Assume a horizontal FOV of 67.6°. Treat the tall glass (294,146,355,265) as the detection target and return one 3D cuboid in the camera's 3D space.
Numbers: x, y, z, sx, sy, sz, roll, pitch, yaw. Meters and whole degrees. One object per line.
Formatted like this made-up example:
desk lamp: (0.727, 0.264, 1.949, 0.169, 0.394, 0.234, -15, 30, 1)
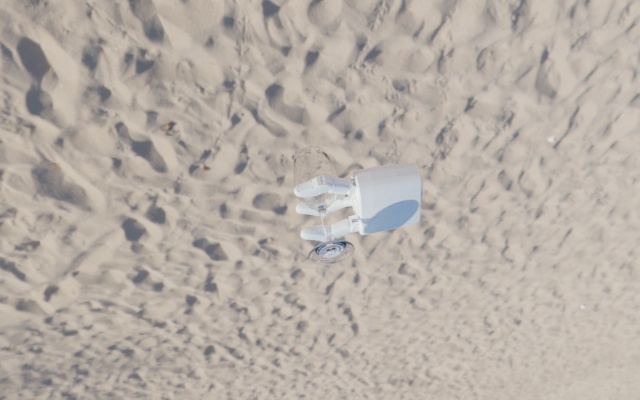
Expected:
tall glass: (0.000, 0.003, 0.801, 0.079, 0.201, 0.079, -9, -34, -6)
